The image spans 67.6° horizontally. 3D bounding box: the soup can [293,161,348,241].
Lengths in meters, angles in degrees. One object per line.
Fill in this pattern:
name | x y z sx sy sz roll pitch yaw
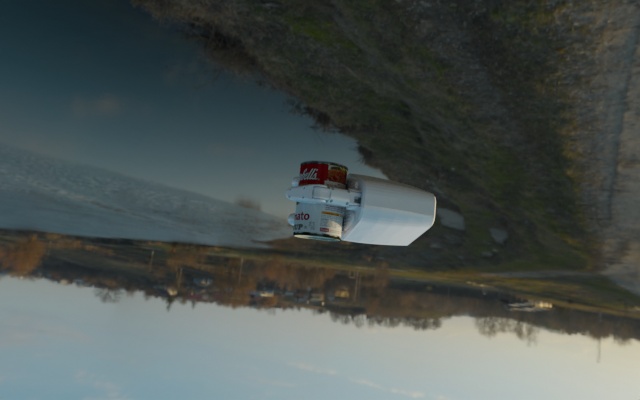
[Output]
soup can | 0.000 0.002 0.665 0.068 0.102 0.068 6 -9 1
